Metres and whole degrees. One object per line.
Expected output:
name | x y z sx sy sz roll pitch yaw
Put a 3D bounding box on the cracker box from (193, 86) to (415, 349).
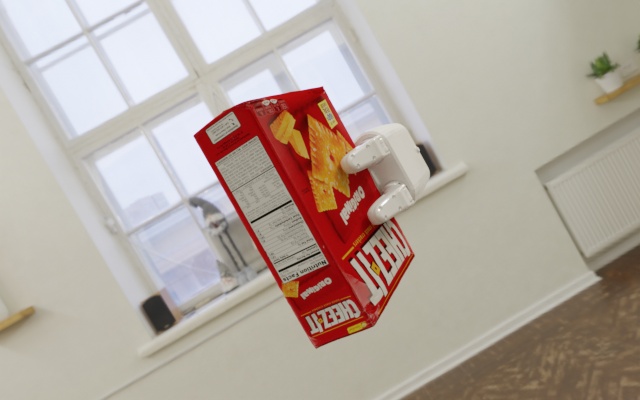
cracker box | 0.000 0.001 0.460 0.072 0.214 0.164 -28 3 28
